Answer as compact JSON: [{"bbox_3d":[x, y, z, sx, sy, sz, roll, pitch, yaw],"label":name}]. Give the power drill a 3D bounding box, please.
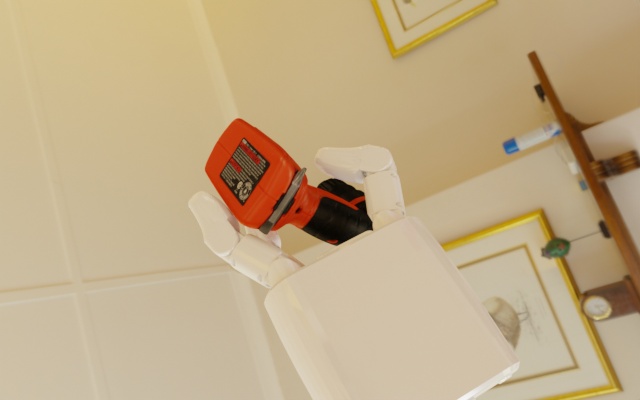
[{"bbox_3d":[0.000,0.001,0.404,0.188,0.057,0.184,26,9,-38],"label":"power drill"}]
